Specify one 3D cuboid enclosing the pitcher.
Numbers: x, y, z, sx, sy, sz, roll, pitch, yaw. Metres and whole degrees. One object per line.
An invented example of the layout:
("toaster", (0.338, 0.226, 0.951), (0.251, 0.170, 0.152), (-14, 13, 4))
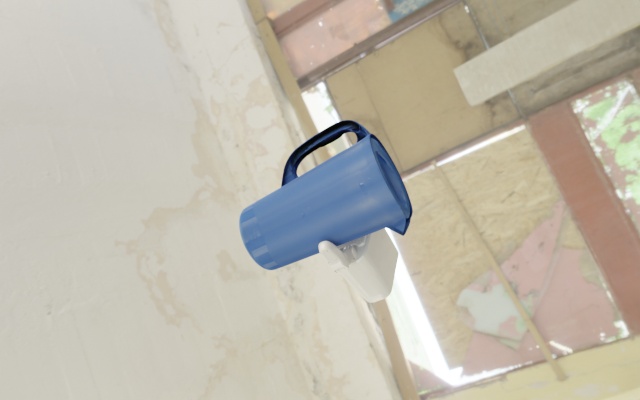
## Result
("pitcher", (0.000, 0.002, 0.710), (0.243, 0.145, 0.149), (-26, 35, 18))
